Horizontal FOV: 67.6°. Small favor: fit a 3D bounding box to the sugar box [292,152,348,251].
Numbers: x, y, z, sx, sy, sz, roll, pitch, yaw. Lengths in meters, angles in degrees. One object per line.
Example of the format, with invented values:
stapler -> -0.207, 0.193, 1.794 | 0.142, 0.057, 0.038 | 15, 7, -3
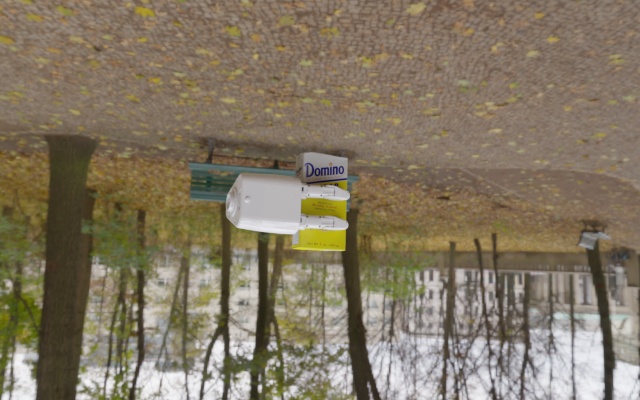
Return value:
sugar box -> 0.000, 0.003, 0.878 | 0.093, 0.176, 0.048 | 6, -8, -24
